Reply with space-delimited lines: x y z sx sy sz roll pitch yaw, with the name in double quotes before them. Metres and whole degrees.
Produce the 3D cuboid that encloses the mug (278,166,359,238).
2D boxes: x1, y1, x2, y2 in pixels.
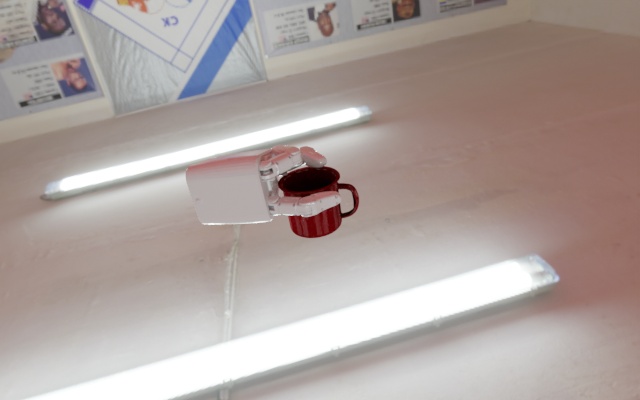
"mug" 0.002 0.002 0.720 0.117 0.081 0.093 -4 28 10
